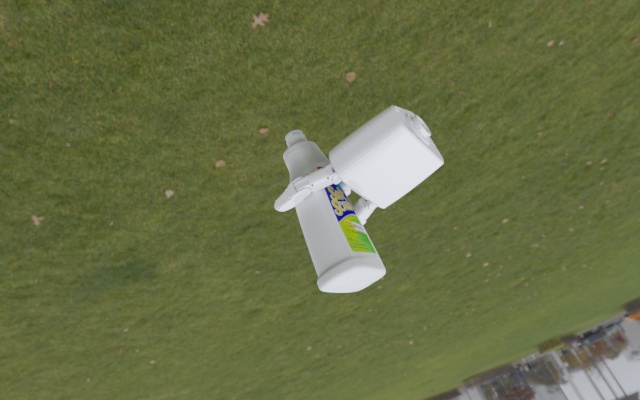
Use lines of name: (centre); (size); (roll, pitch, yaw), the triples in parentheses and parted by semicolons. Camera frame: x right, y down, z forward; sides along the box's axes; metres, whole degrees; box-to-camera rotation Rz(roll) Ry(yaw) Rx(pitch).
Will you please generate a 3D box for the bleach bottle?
bleach bottle: (0.000, 0.002, 0.667); (0.068, 0.250, 0.102); (-37, -29, 25)
